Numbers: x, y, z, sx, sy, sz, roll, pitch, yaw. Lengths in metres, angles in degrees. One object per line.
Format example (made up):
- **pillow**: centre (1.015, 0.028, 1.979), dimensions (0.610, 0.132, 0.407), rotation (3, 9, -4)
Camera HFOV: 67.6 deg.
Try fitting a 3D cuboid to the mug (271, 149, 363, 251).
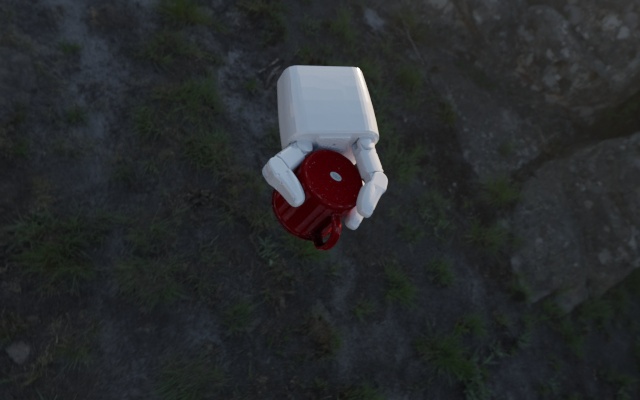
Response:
- **mug**: centre (0.000, 0.003, 0.575), dimensions (0.093, 0.117, 0.081), rotation (6, -29, -28)
